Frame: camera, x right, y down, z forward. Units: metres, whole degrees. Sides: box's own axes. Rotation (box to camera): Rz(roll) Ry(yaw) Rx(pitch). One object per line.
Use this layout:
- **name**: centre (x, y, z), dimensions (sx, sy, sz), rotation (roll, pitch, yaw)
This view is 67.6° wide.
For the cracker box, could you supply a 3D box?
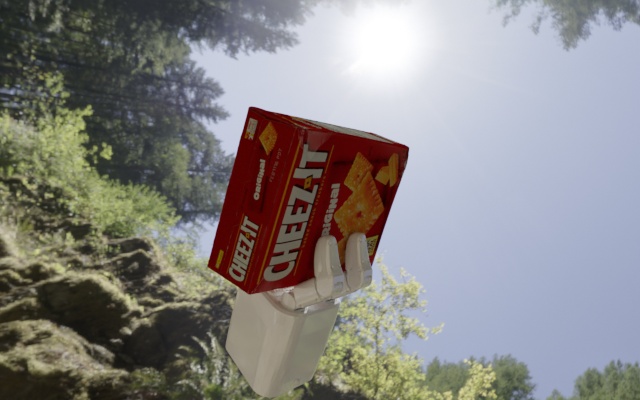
- **cracker box**: centre (0.000, 0.002, 0.513), dimensions (0.072, 0.164, 0.214), rotation (25, 15, 34)
